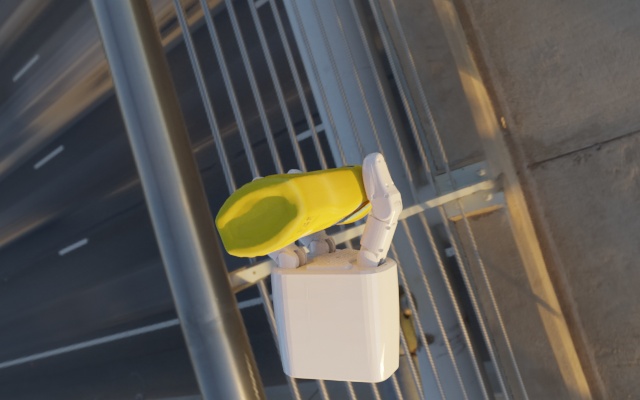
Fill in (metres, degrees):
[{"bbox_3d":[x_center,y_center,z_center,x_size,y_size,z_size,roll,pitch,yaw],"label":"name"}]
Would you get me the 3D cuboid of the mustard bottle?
[{"bbox_3d":[0.000,0.001,0.449,0.096,0.058,0.191,-29,-8,33],"label":"mustard bottle"}]
